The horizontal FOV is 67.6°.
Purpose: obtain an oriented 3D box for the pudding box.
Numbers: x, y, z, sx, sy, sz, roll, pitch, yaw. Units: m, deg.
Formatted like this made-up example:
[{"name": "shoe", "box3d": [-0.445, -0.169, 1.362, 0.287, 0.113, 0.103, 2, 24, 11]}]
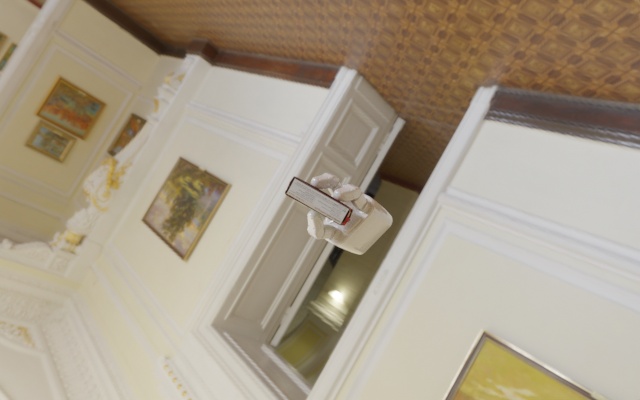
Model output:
[{"name": "pudding box", "box3d": [0.000, 0.003, 0.830, 0.113, 0.039, 0.090, 28, -1, 7]}]
